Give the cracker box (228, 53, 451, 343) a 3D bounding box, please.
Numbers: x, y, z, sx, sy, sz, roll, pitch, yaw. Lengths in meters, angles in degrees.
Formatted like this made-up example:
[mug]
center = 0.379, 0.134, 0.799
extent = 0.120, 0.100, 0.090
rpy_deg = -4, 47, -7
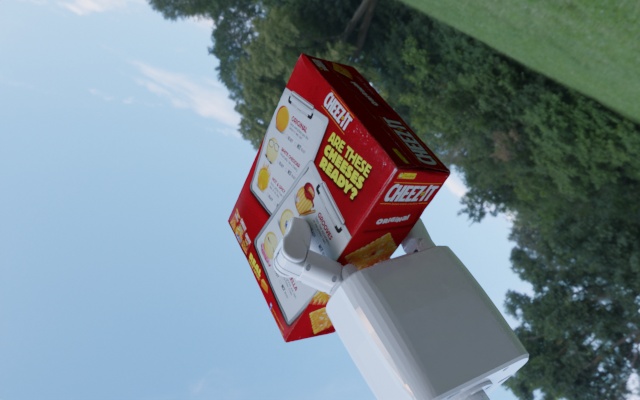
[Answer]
[cracker box]
center = 0.000, 0.002, 0.451
extent = 0.072, 0.214, 0.164
rpy_deg = 0, 43, -38
